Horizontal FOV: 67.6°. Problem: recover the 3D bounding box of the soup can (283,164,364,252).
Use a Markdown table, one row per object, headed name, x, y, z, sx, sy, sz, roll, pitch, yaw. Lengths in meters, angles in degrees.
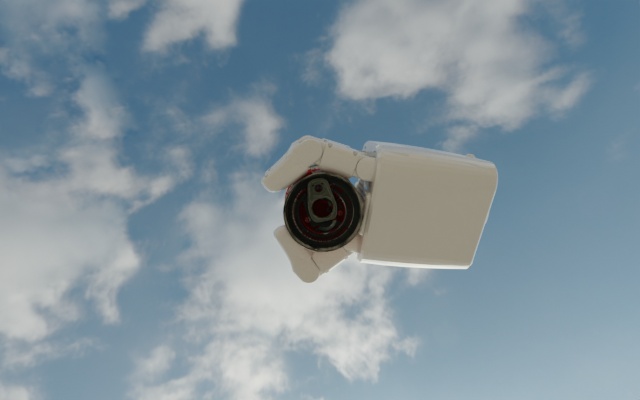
| name | x | y | z | sx | sy | sz | roll | pitch | yaw |
| --- | --- | --- | --- | --- | --- | --- | --- | --- | --- |
| soup can | 0.000 | 0.001 | 0.448 | 0.068 | 0.068 | 0.102 | 0 | 10 | -3 |
